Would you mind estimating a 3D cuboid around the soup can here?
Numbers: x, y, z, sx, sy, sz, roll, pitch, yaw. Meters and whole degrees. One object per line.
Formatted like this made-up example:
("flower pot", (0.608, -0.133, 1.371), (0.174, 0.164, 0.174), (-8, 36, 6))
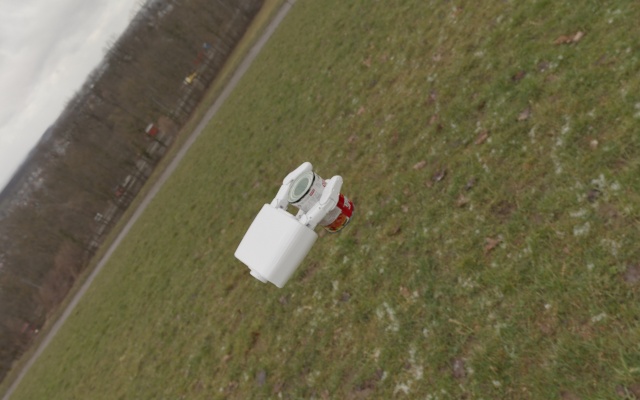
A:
("soup can", (0.000, 0.002, 0.821), (0.102, 0.068, 0.068), (37, -20, -29))
